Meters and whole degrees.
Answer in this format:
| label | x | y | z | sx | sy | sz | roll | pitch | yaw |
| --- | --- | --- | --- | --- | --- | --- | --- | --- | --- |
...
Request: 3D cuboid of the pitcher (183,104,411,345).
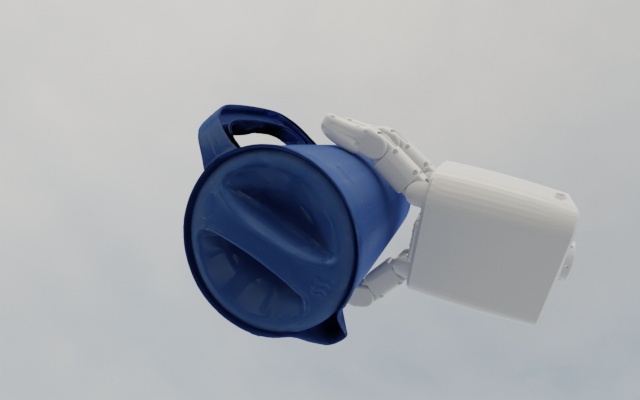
| label | x | y | z | sx | sy | sz | roll | pitch | yaw |
| --- | --- | --- | --- | --- | --- | --- | --- | --- | --- |
| pitcher | 0.000 | 0.001 | 0.421 | 0.145 | 0.149 | 0.243 | 14 | 15 | 19 |
